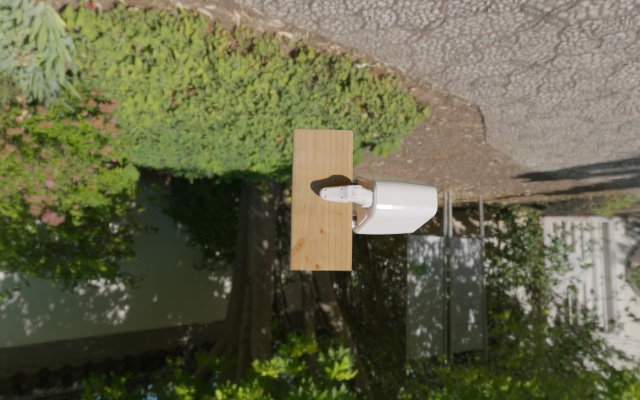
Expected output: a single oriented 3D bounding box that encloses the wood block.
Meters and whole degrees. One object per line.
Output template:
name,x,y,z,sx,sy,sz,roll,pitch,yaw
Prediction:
wood block,0.001,0.002,0.731,0.090,0.206,0.091,1,-7,-2
